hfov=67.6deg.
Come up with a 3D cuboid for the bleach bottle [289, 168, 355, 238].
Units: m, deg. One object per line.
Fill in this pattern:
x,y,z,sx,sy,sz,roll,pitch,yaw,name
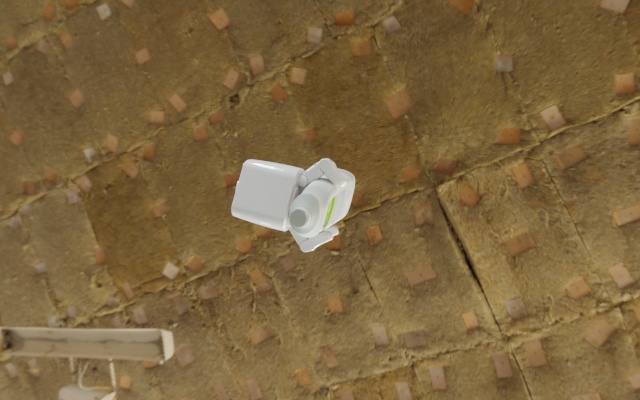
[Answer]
0.000,0.003,0.839,0.068,0.102,0.251,14,11,13,bleach bottle
